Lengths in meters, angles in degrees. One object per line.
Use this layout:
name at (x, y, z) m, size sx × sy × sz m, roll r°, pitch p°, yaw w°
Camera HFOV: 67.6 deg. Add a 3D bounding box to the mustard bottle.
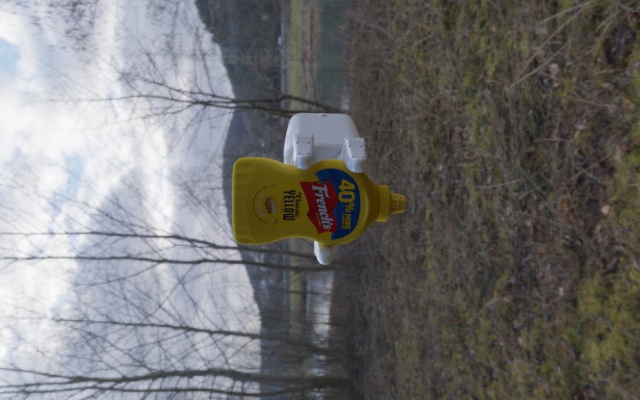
mustard bottle at (0.000, 0.002, 0.535) m, size 0.191 × 0.096 × 0.058 m, roll 1°, pitch 10°, yaw -3°
